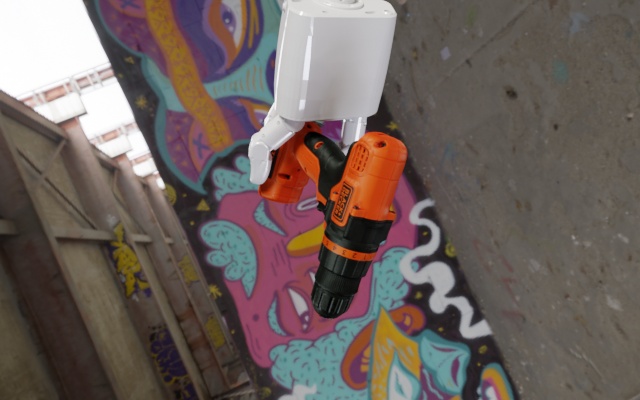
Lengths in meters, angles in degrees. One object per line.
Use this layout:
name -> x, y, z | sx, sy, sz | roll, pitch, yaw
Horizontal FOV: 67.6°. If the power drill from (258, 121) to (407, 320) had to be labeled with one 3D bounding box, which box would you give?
power drill -> 0.000, 0.001, 0.495 | 0.057, 0.184, 0.187 | 8, 19, -35
